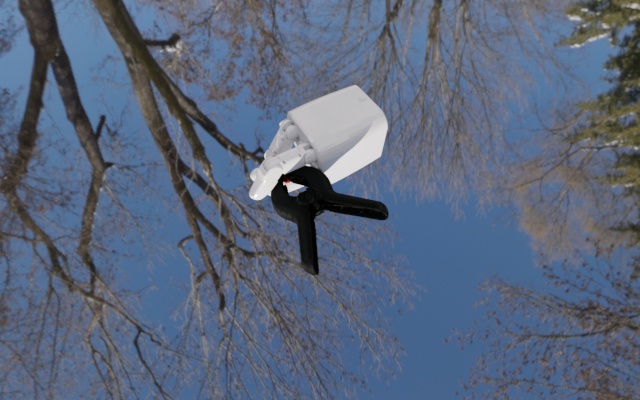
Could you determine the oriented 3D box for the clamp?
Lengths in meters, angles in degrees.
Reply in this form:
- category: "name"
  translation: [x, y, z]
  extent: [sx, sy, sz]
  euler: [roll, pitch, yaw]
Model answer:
- category: "clamp"
  translation: [0.000, 0.002, 0.594]
  extent: [0.120, 0.171, 0.039]
  euler: [-27, -37, -11]
